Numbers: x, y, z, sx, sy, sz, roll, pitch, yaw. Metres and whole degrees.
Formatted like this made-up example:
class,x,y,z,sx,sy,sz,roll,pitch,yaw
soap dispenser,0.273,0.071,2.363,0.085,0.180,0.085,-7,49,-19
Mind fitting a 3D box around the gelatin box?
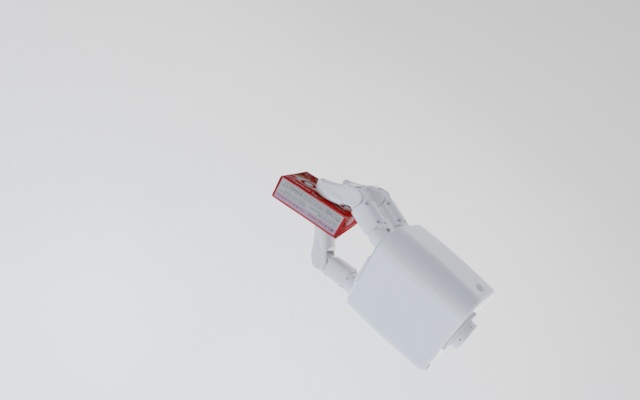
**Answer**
class,x,y,z,sx,sy,sz,roll,pitch,yaw
gelatin box,0.000,0.002,0.541,0.089,0.030,0.073,33,17,13
